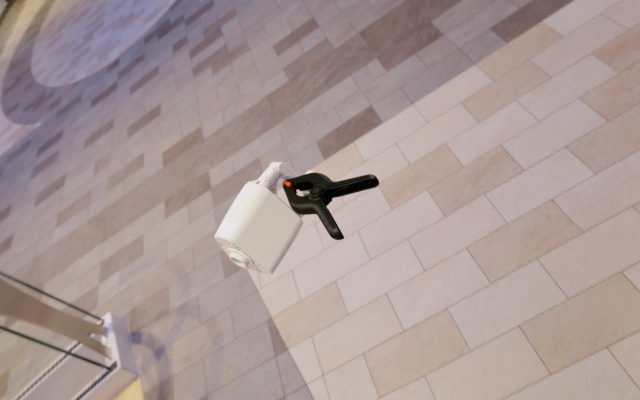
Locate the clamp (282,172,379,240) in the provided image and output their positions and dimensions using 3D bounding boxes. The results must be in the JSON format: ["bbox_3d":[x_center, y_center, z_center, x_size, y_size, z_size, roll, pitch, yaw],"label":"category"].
[{"bbox_3d":[0.000,0.002,0.766,0.171,0.120,0.039,5,-39,38],"label":"clamp"}]
